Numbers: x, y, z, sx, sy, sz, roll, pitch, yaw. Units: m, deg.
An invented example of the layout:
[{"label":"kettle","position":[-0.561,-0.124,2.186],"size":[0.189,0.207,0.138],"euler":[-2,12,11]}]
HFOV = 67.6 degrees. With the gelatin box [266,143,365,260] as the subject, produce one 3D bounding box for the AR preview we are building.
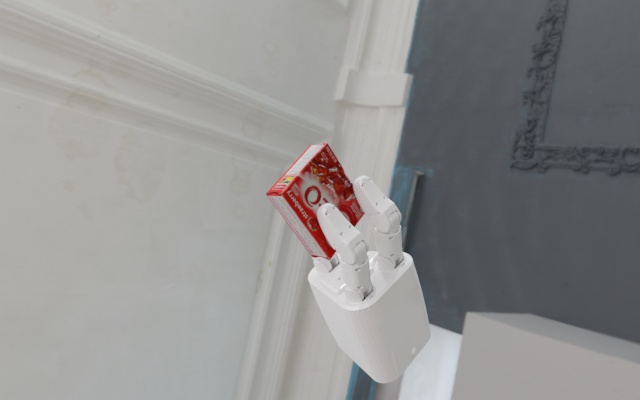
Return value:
[{"label":"gelatin box","position":[0.000,0.001,0.462],"size":[0.030,0.089,0.073],"euler":[2,44,49]}]
